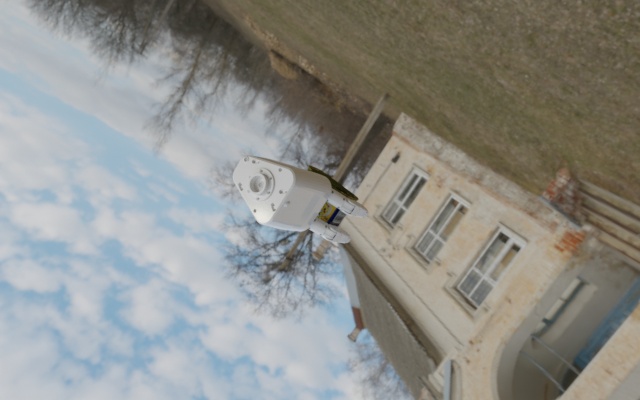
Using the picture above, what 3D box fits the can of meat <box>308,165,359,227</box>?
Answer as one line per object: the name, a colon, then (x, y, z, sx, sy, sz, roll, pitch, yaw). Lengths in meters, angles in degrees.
can of meat: (0.000, 0.003, 0.822, 0.102, 0.084, 0.057, 38, 12, 24)
